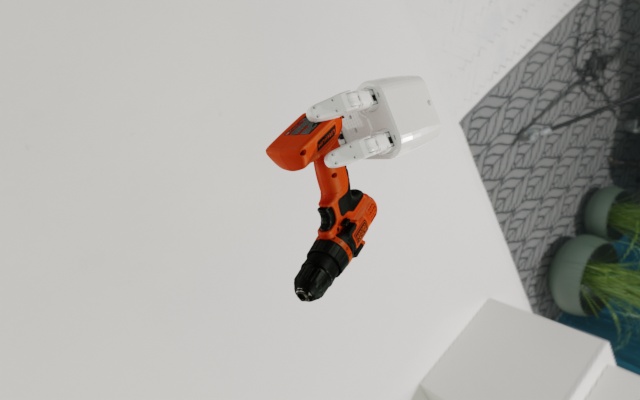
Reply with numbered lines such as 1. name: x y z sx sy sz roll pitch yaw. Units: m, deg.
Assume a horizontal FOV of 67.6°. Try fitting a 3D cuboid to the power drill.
1. power drill: 0.000 0.001 0.573 0.057 0.188 0.184 3 38 31
